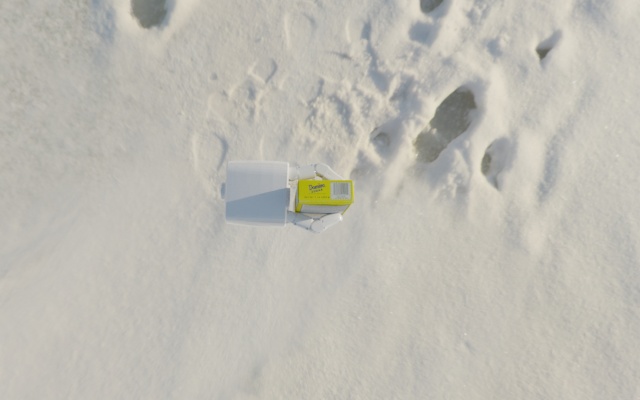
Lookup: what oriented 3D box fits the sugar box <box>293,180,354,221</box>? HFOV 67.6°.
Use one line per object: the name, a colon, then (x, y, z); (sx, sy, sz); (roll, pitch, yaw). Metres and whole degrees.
sugar box: (0.000, 0.002, 0.854); (0.093, 0.048, 0.176); (1, -9, -6)
